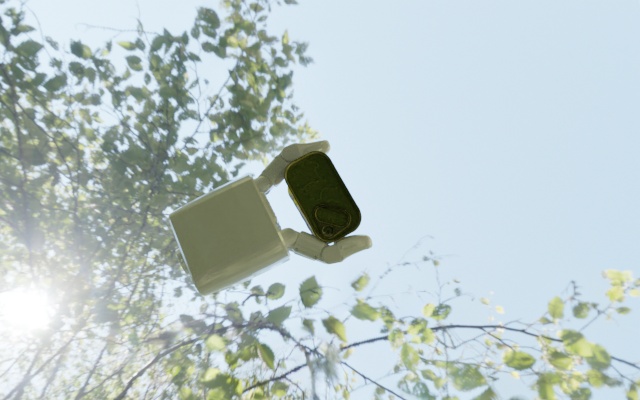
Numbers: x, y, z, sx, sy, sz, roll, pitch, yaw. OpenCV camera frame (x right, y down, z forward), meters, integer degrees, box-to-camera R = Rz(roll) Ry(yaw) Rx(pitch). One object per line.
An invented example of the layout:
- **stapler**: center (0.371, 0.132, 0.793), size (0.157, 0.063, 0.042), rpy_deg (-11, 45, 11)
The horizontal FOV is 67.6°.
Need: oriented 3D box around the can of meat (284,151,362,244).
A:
- **can of meat**: center (0.000, 0.002, 0.567), size (0.057, 0.102, 0.084), rpy_deg (-29, -6, -8)
